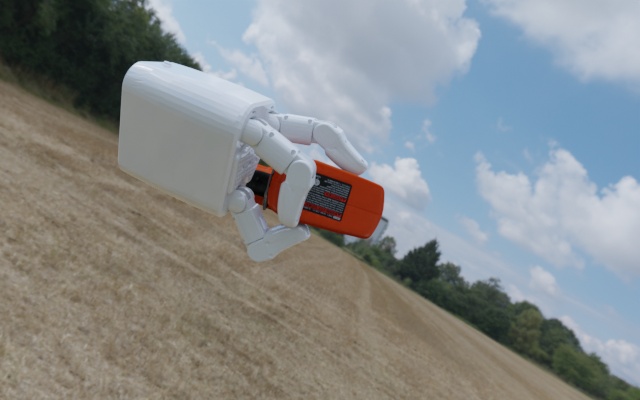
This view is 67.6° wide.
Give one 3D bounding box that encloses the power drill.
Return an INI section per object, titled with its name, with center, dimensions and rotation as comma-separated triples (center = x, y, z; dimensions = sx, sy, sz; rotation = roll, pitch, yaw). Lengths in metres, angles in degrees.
[power drill]
center = 0.000, 0.002, 0.511
dimensions = 0.184, 0.057, 0.187
rotation = 16, -4, -13
